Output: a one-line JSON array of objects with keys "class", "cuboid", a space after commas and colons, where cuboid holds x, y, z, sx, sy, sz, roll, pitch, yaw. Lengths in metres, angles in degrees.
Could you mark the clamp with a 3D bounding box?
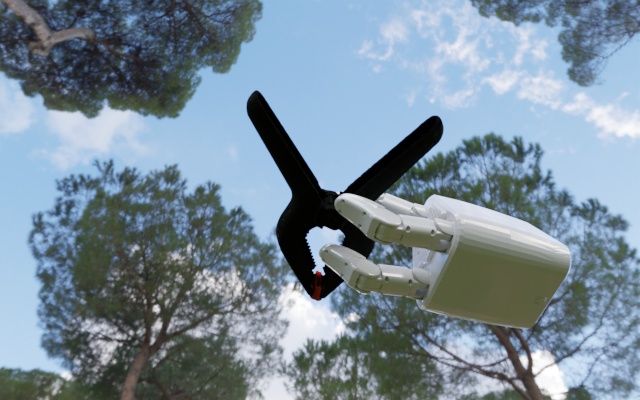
[{"class": "clamp", "cuboid": [0.000, 0.002, 0.440, 0.164, 0.210, 0.036, 14, 29, -5]}]
